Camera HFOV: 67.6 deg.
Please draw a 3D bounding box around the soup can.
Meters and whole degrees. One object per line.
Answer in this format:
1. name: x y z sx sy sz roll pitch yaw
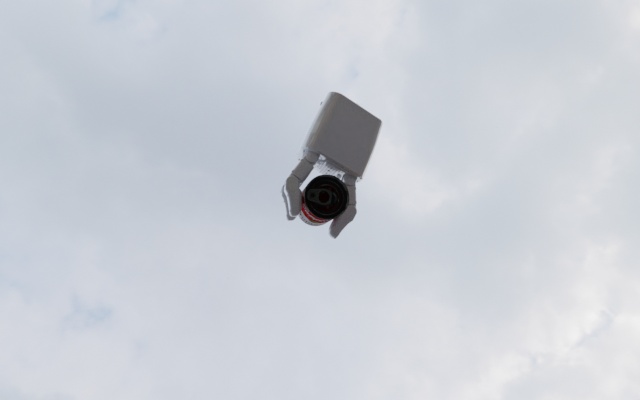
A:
1. soup can: 0.000 0.003 0.749 0.068 0.068 0.102 0 -9 -11
